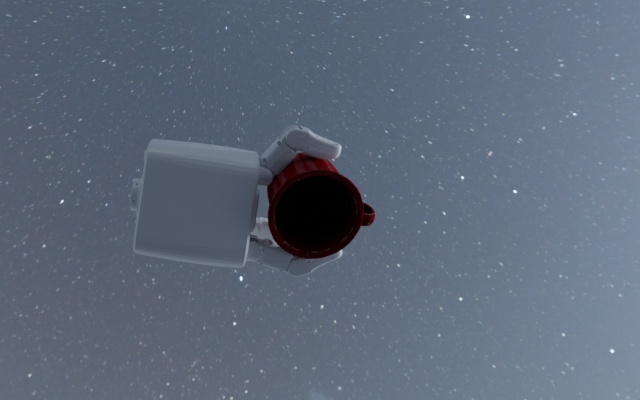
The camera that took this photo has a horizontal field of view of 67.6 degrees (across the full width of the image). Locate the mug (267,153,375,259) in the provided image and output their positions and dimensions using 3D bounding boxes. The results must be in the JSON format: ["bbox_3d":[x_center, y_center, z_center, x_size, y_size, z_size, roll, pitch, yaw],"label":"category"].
[{"bbox_3d":[0.001,0.002,0.492,0.117,0.093,0.081,9,20,-16],"label":"mug"}]
